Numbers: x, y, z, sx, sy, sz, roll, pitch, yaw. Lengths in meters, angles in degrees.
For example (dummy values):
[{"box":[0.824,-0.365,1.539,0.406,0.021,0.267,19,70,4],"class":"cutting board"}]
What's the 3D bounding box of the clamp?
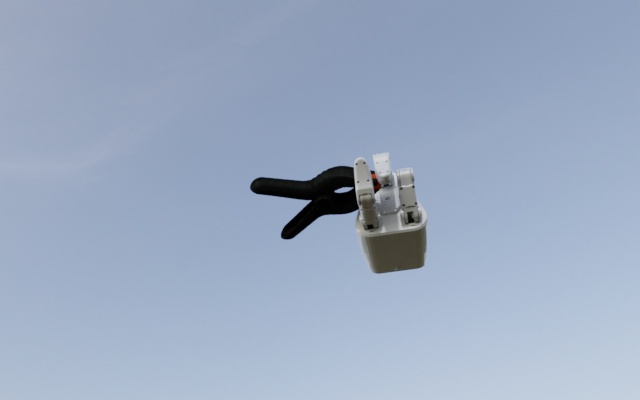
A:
[{"box":[0.000,0.002,0.659,0.171,0.039,0.120,-8,-39,6],"class":"clamp"}]
